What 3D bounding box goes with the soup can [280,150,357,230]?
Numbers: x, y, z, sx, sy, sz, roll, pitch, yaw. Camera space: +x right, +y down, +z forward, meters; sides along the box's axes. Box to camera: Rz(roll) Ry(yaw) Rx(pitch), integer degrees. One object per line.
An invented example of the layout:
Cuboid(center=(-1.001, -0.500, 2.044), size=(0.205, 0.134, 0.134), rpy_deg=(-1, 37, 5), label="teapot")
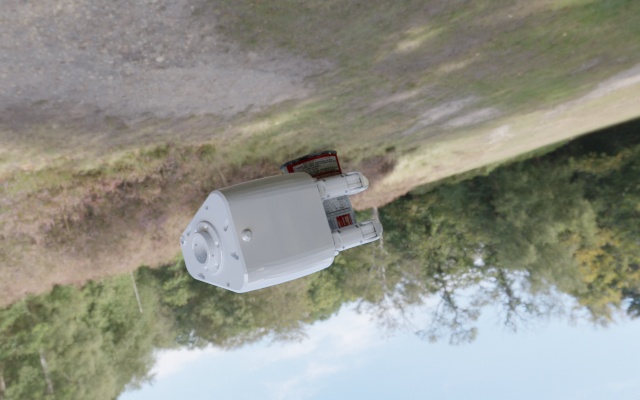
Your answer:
Cuboid(center=(0.000, 0.002, 0.541), size=(0.068, 0.102, 0.068), rpy_deg=(-16, -4, -1), label="soup can")
